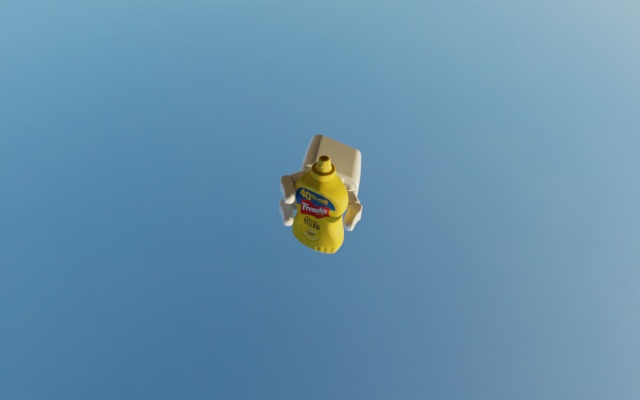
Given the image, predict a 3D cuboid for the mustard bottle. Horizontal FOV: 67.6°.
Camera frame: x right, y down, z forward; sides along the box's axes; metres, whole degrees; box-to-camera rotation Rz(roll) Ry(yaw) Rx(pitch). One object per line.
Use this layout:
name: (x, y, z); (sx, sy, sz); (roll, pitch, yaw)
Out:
mustard bottle: (0.000, 0.003, 0.834); (0.096, 0.192, 0.058); (26, 45, 21)
